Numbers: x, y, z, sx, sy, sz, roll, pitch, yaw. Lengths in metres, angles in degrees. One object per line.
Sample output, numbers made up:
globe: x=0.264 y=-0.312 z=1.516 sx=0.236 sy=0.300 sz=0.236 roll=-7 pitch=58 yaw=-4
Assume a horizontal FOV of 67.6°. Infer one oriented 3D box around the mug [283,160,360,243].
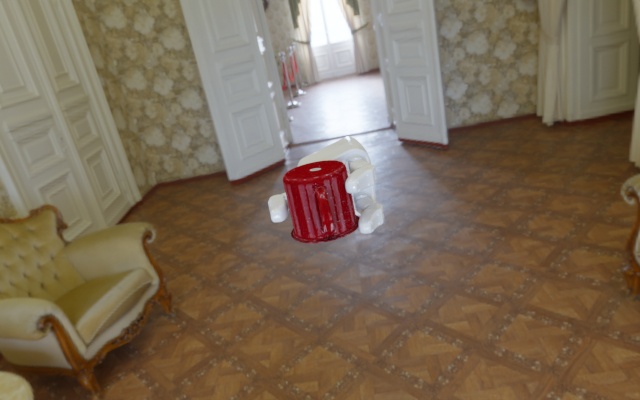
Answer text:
mug: x=0.000 y=0.002 z=0.596 sx=0.093 sy=0.081 sz=0.117 roll=-12 pitch=19 yaw=0
